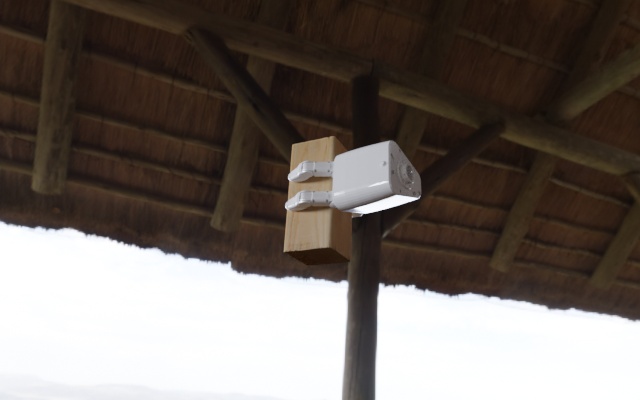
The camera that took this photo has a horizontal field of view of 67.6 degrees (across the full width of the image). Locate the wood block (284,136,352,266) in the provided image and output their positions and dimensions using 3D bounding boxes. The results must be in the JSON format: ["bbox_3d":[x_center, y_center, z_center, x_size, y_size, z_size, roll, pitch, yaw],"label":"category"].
[{"bbox_3d":[0.001,0.003,0.853,0.090,0.206,0.091,-9,-26,25],"label":"wood block"}]
